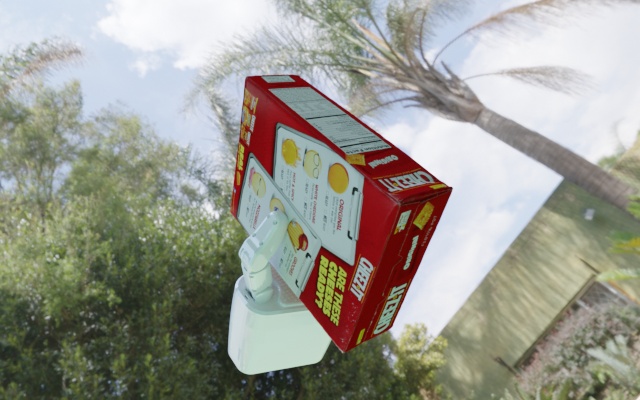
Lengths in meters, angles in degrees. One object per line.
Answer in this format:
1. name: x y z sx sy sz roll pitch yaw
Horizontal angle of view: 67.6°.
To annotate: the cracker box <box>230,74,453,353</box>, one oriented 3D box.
1. cracker box: 0.000 0.001 0.444 0.072 0.164 0.213 -15 44 -36
